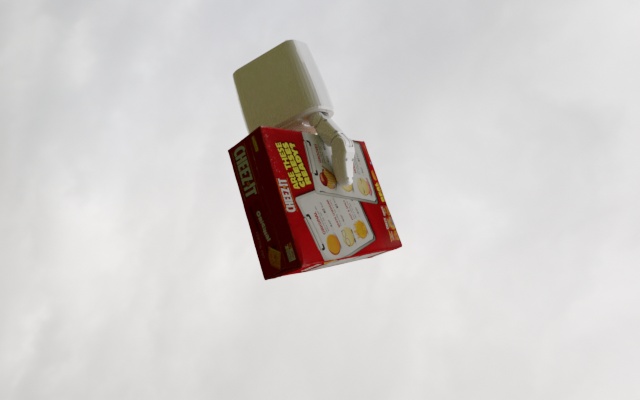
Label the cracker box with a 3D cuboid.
[{"bbox_3d":[0.000,0.002,0.606,0.072,0.164,0.213,-27,-15,36],"label":"cracker box"}]
